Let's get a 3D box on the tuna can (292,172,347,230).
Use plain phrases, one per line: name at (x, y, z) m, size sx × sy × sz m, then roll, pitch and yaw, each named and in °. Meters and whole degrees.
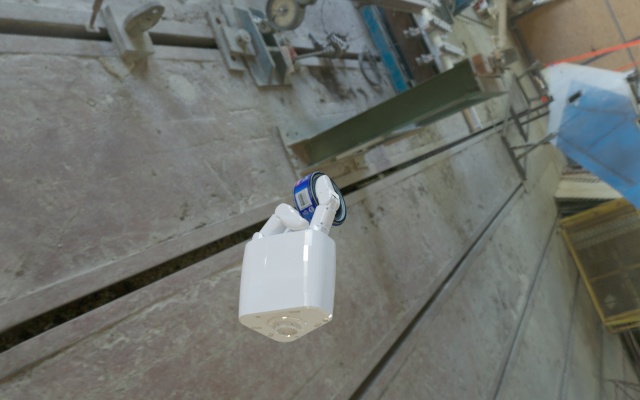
tuna can at (0.001, 0.002, 0.686) m, size 0.034 × 0.086 × 0.086 m, roll -29°, pitch -15°, yaw 29°
